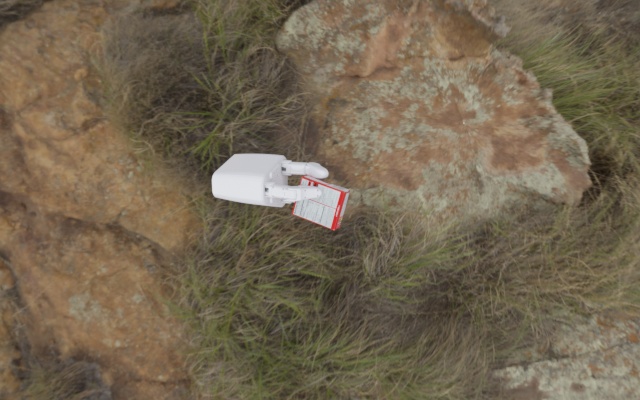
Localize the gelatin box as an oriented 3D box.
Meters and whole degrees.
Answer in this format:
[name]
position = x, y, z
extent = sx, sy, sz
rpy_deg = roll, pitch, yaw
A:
[gelatin box]
position = 0.000, 0.003, 0.848
extent = 0.089, 0.073, 0.030
rpy_deg = 20, 16, 19
